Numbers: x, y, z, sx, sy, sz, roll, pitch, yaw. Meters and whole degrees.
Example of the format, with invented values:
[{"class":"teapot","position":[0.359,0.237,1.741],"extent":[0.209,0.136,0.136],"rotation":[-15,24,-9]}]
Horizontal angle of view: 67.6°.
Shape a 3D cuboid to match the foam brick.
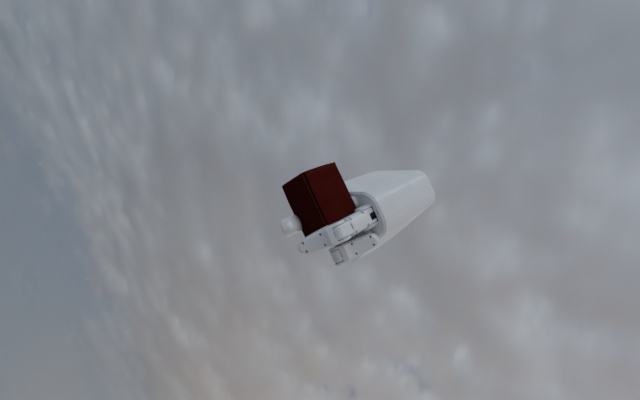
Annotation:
[{"class":"foam brick","position":[0.000,0.002,0.568],"extent":[0.051,0.078,0.053],"rotation":[-25,0,-36]}]
